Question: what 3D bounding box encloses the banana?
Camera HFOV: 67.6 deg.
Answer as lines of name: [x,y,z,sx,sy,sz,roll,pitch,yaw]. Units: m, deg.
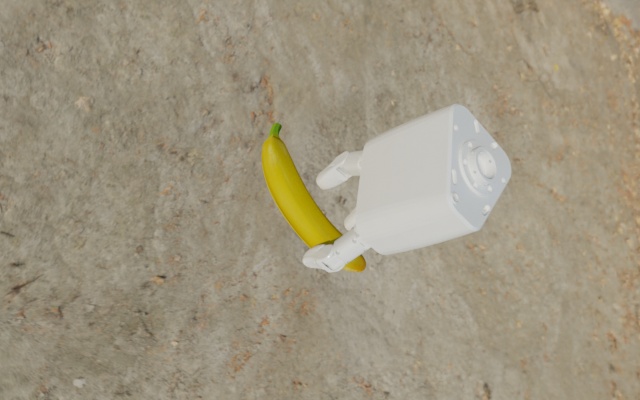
banana: [-0.013,0.007,0.524,0.037,0.198,0.069,-24,8,46]
